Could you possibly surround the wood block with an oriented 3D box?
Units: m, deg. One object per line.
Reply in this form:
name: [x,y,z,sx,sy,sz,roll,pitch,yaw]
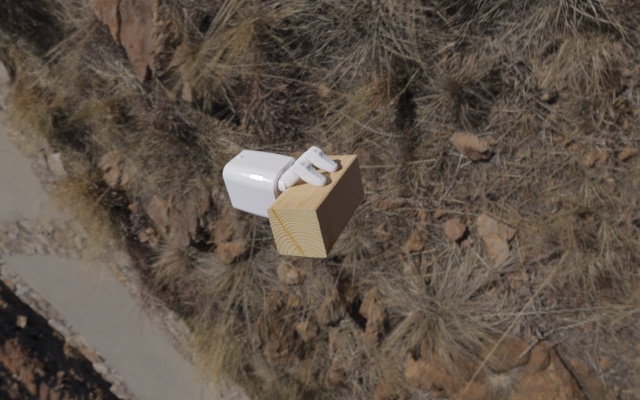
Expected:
wood block: [0.000,0.003,0.838,0.090,0.091,0.206,1,29,25]
